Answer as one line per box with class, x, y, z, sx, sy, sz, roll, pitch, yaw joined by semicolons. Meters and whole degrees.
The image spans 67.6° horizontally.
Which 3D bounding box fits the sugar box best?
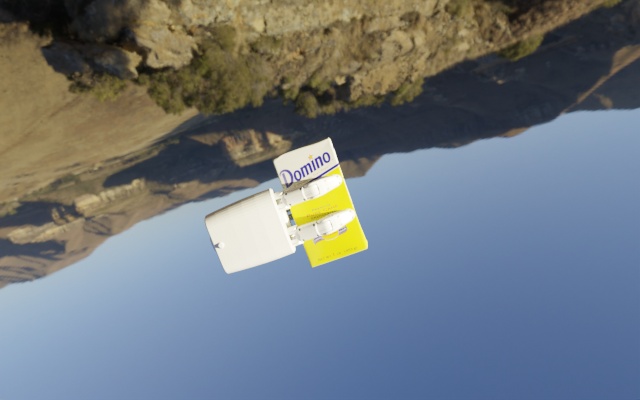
sugar box;0.000;0.003;0.725;0.093;0.176;0.048;-20;9;4
